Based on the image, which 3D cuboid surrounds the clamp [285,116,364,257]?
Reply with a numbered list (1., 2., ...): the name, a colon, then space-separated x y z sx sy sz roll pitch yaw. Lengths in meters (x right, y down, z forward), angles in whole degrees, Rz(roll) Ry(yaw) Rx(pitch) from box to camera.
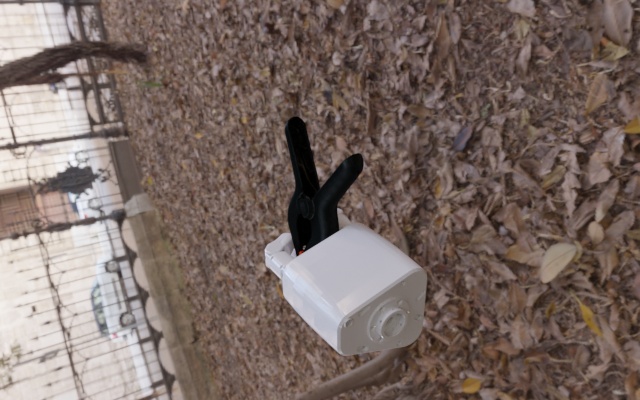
1. clamp: -0.001 0.002 0.528 0.039 0.171 0.120 -15 28 -28
